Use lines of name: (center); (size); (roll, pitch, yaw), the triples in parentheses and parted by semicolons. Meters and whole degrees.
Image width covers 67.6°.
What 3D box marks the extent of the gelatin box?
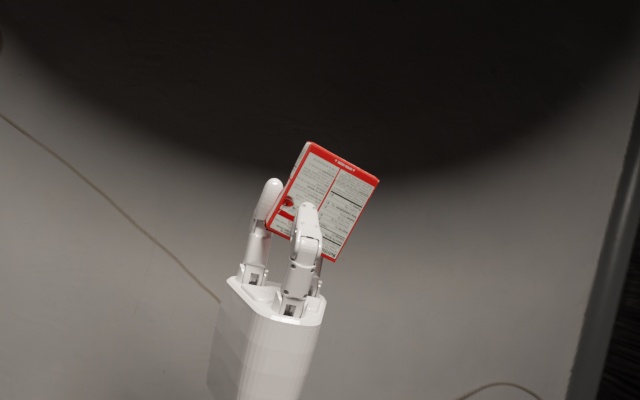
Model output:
gelatin box: (0.000, 0.001, 0.440); (0.073, 0.089, 0.030); (27, 4, -13)
